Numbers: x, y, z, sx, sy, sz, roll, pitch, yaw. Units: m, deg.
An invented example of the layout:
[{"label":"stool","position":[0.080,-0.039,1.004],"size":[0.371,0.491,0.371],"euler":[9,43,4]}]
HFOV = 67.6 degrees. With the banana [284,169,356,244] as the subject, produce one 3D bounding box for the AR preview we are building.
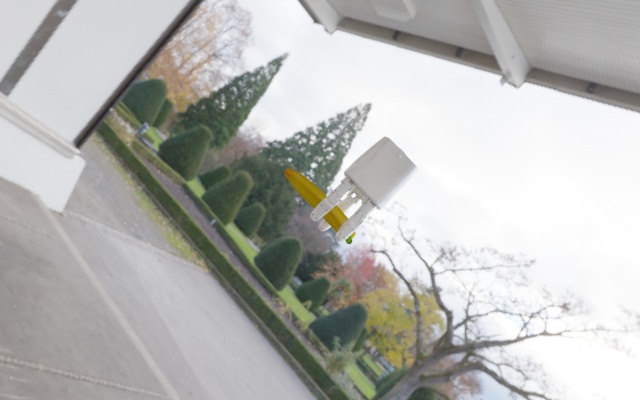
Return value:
[{"label":"banana","position":[0.007,0.011,0.911],"size":[0.197,0.037,0.070],"euler":[46,-1,23]}]
